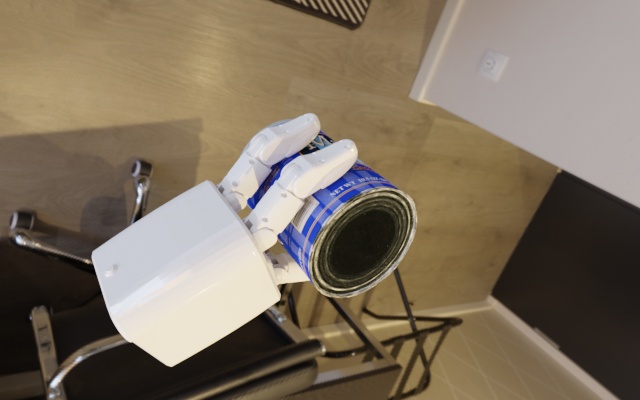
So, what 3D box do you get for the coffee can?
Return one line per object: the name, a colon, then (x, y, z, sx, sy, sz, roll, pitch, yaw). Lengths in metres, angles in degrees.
coffee can: (0.000, 0.001, 0.420, 0.103, 0.103, 0.140, 0, 29, -36)
